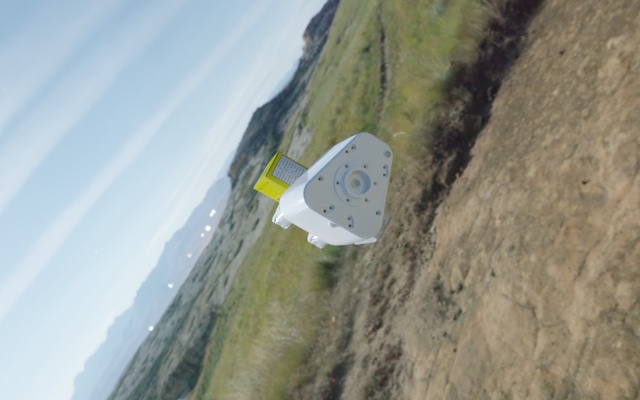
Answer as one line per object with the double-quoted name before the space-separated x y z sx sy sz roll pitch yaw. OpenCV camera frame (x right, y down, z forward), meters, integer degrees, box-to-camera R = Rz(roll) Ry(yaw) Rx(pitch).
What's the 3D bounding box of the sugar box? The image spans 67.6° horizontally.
"sugar box" 0.000 0.003 0.661 0.176 0.048 0.093 32 -16 -10
